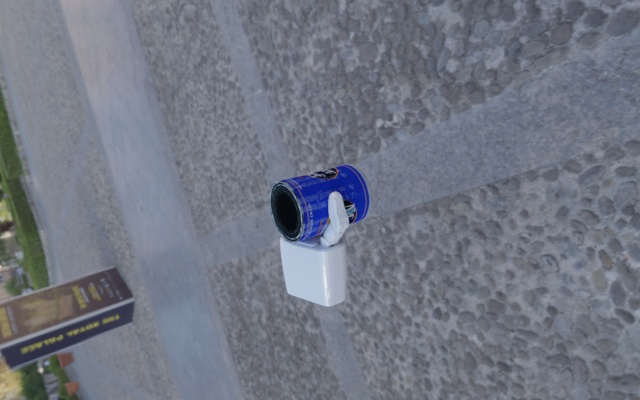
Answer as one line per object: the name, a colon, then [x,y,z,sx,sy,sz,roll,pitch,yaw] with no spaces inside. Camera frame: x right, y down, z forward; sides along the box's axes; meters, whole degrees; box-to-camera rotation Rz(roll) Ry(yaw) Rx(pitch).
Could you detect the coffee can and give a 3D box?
coffee can: [0.000,0.002,0.791,0.140,0.103,0.103,-16,9,-32]
